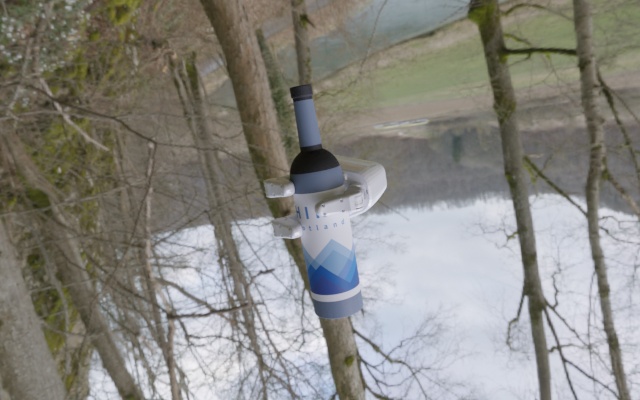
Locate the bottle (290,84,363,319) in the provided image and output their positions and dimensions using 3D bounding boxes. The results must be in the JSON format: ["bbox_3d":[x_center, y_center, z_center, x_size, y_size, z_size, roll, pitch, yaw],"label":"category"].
[{"bbox_3d":[0.000,0.002,0.614,0.069,0.296,0.069,-10,11,2],"label":"bottle"}]
